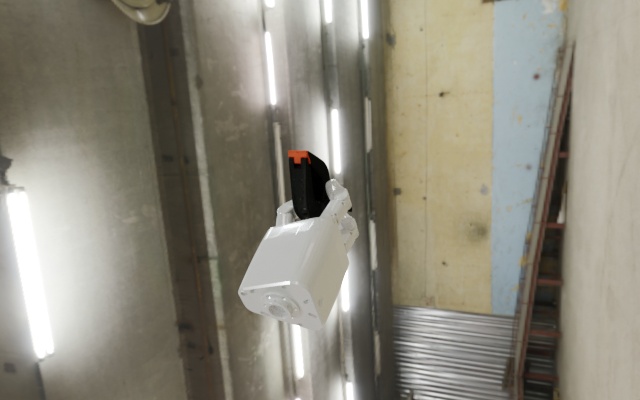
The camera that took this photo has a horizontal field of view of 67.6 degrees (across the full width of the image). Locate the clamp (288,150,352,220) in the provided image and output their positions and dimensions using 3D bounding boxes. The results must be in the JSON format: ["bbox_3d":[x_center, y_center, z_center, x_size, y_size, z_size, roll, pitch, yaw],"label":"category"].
[{"bbox_3d":[-0.001,0.002,0.699,0.036,0.210,0.164,2,42,22],"label":"clamp"}]
